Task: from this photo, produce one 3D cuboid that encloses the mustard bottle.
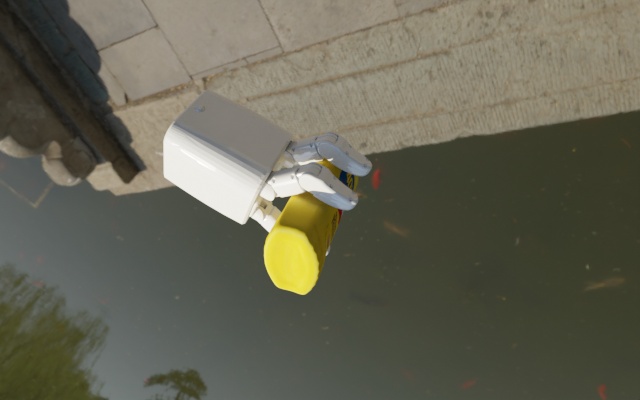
[{"bbox_3d":[0.000,0.002,0.524,0.058,0.096,0.191,13,44,13],"label":"mustard bottle"}]
